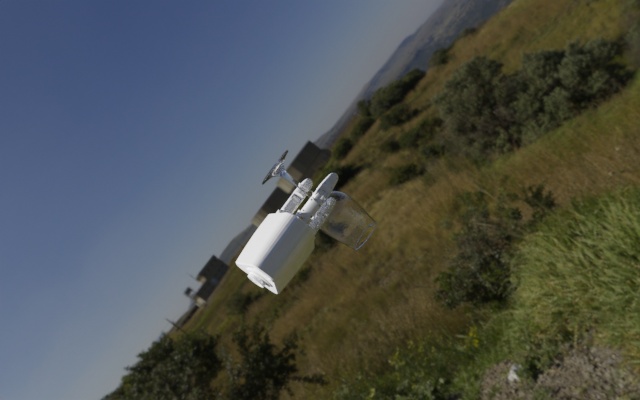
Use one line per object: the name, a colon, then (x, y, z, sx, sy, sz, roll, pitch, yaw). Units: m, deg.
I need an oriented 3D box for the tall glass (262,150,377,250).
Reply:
tall glass: (0.000, 0.002, 0.827, 0.201, 0.079, 0.079, 37, -2, -3)
